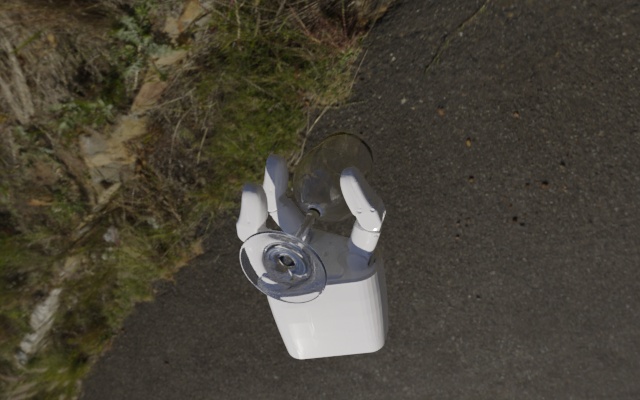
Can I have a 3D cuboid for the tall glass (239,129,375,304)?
[{"bbox_3d":[0.000,0.002,0.455,0.079,0.079,0.201,0,33,21],"label":"tall glass"}]
